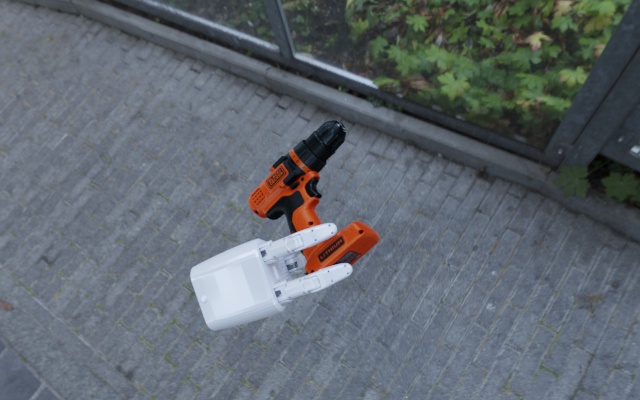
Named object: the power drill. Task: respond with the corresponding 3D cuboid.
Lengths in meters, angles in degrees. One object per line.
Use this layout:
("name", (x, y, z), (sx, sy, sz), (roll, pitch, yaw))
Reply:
("power drill", (0.000, 0.003, 0.663), (0.184, 0.187, 0.057), (-44, -33, 16))
